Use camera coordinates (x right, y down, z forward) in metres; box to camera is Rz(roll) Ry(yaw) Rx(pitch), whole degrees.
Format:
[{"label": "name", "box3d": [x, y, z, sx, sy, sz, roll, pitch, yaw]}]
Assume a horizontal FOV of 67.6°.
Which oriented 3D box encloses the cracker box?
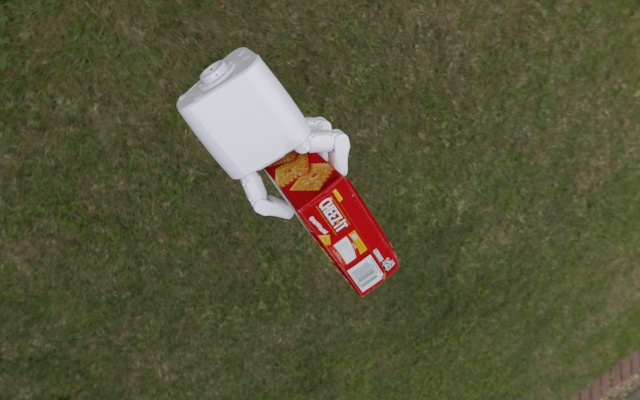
[{"label": "cracker box", "box3d": [0.000, 0.002, 0.631, 0.072, 0.164, 0.213, -37, 34, -3]}]
